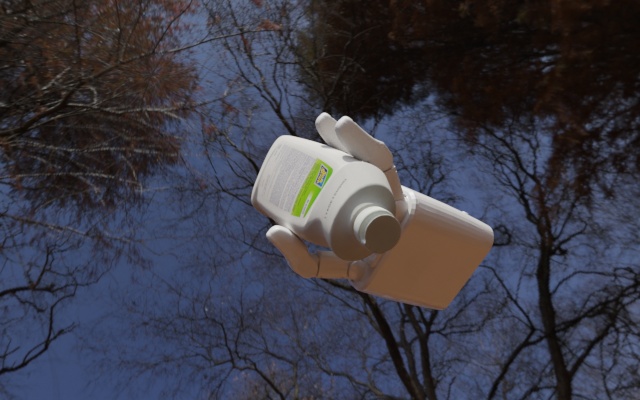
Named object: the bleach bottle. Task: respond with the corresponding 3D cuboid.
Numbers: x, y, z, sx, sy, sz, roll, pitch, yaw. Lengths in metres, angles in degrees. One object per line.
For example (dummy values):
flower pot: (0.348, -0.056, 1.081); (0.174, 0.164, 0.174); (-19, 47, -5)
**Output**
bleach bottle: (0.000, 0.001, 0.448); (0.068, 0.102, 0.250); (19, 7, -23)
